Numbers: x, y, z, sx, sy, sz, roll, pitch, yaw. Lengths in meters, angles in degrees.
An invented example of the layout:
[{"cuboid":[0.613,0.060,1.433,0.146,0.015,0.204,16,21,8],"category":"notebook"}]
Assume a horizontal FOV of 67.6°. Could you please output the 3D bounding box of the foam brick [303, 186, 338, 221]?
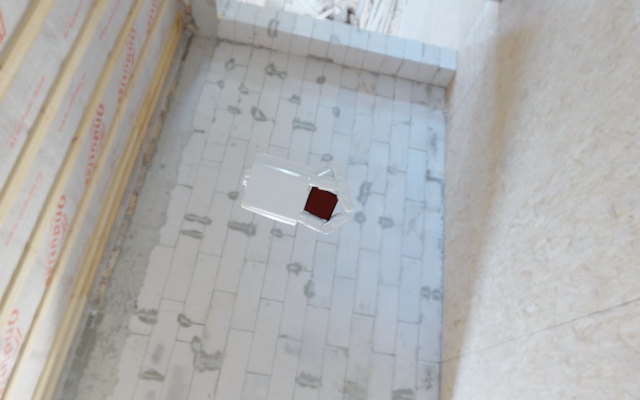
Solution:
[{"cuboid":[0.000,0.003,0.900,0.051,0.053,0.078,24,1,-5],"category":"foam brick"}]
